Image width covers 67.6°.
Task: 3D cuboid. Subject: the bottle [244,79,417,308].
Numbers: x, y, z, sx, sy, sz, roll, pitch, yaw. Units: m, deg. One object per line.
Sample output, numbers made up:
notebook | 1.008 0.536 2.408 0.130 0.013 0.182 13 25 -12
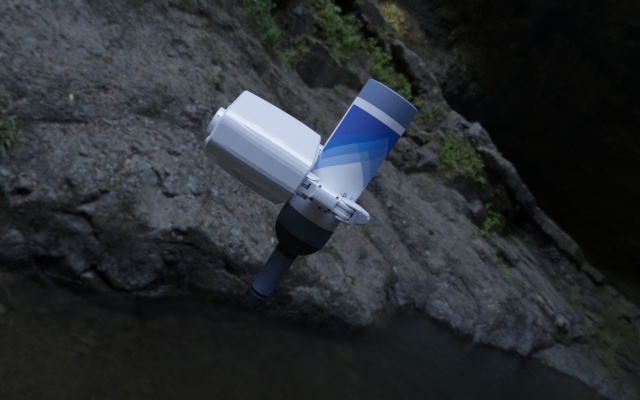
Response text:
bottle | 0.000 0.002 0.559 0.069 0.296 0.069 33 8 -6
